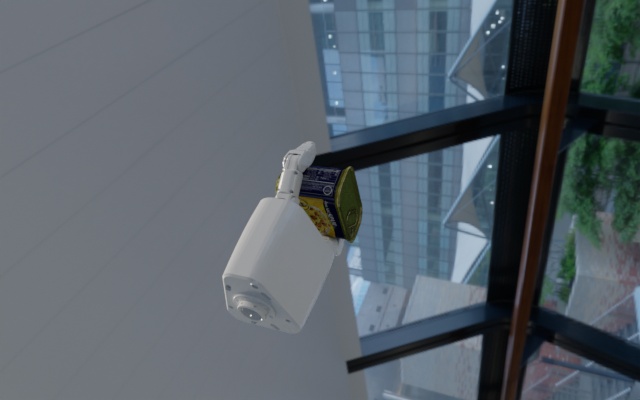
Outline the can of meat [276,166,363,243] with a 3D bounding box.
[{"bbox_3d":[0.000,0.002,0.593,0.084,0.057,0.102,7,-37,21],"label":"can of meat"}]
